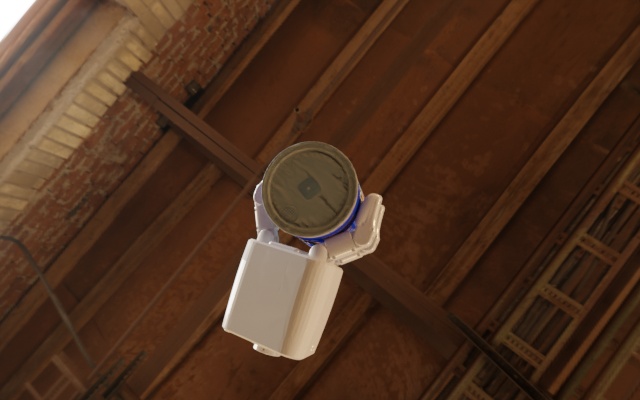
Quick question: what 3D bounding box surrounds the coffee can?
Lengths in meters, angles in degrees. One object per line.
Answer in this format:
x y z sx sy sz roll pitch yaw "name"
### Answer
0.000 0.002 0.562 0.103 0.102 0.140 0 -12 11 "coffee can"
